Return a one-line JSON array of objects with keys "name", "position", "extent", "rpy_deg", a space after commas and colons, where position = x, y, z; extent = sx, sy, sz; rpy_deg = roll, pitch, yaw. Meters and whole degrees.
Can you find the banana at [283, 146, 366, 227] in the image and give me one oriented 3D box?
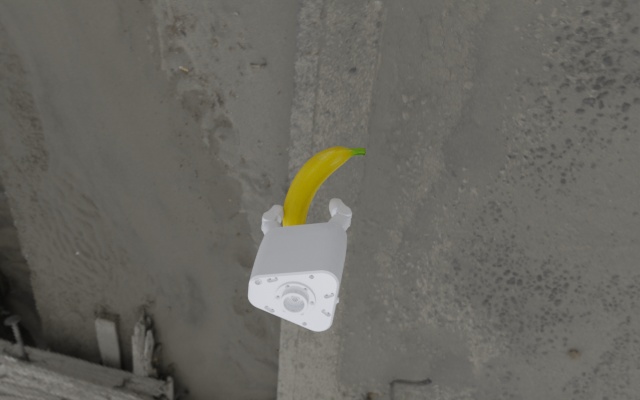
[{"name": "banana", "position": [-0.014, -0.009, 0.709], "extent": [0.069, 0.198, 0.037], "rpy_deg": [30, 25, -13]}]
